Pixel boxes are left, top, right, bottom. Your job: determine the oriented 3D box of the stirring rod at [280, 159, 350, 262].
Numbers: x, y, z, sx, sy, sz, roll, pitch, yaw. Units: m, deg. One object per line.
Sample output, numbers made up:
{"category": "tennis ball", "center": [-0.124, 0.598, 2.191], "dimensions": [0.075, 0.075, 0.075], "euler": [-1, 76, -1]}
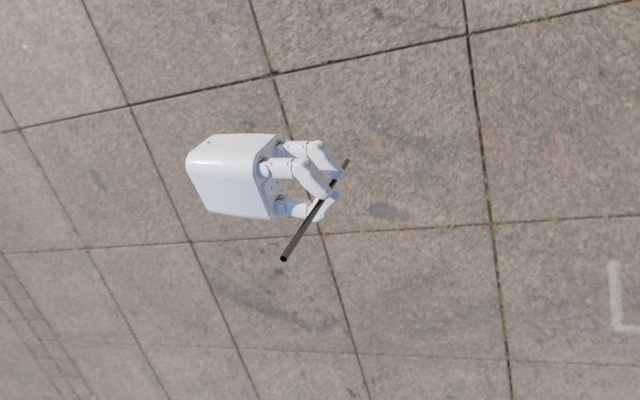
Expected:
{"category": "stirring rod", "center": [0.000, 0.002, 0.596], "dimensions": [0.011, 0.011, 0.239], "euler": [0, 30, 22]}
